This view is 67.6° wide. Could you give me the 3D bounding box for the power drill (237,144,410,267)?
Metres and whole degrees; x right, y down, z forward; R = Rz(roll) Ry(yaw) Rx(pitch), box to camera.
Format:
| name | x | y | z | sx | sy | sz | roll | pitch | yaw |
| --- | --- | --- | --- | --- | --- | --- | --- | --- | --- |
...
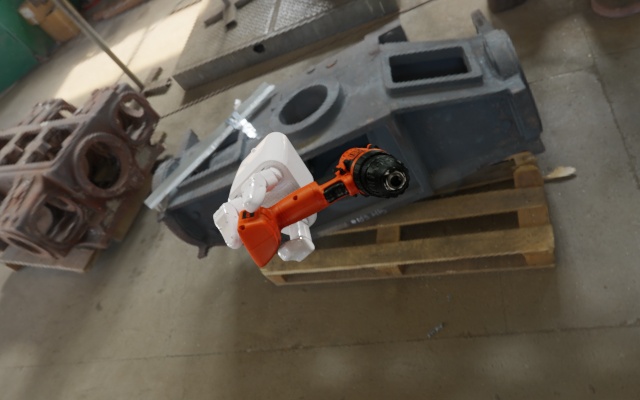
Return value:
| name | x | y | z | sx | sy | sz | roll | pitch | yaw |
| --- | --- | --- | --- | --- | --- | --- | --- | --- | --- |
| power drill | 0.000 | 0.002 | 0.538 | 0.187 | 0.057 | 0.184 | -29 | 10 | -3 |
